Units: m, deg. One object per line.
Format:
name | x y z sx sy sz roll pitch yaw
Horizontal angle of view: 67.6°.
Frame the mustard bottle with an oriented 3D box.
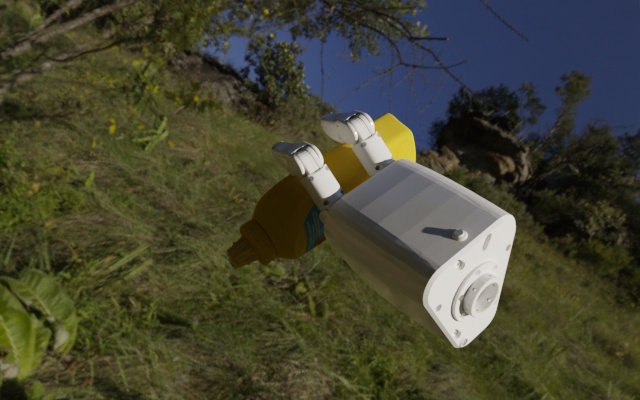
mustard bottle | 0.000 0.001 0.439 0.191 0.058 0.096 -34 -25 -20
